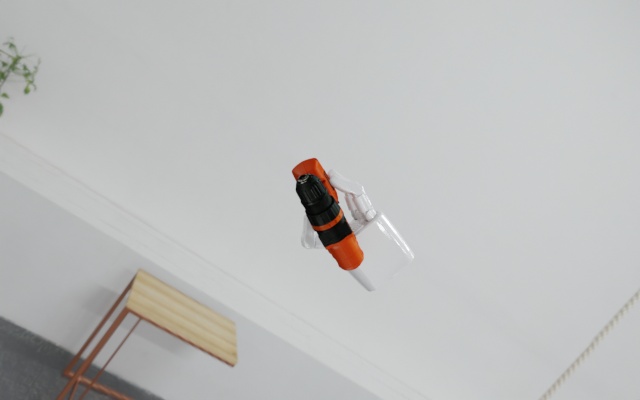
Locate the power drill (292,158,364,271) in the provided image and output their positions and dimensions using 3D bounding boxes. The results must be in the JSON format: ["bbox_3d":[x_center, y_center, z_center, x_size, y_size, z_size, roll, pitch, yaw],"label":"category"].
[{"bbox_3d":[0.000,0.003,0.780,0.057,0.184,0.187,-26,31,4],"label":"power drill"}]
